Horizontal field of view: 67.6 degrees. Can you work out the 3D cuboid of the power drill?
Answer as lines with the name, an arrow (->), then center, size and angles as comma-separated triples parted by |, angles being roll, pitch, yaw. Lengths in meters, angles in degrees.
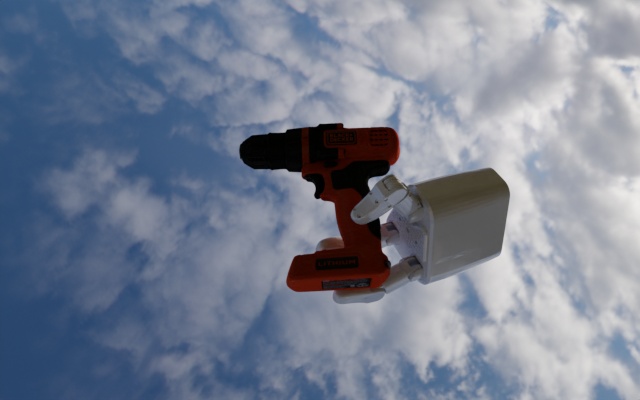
power drill -> 0.000, 0.002, 0.521 | 0.184, 0.187, 0.057 | -3, -23, 3
